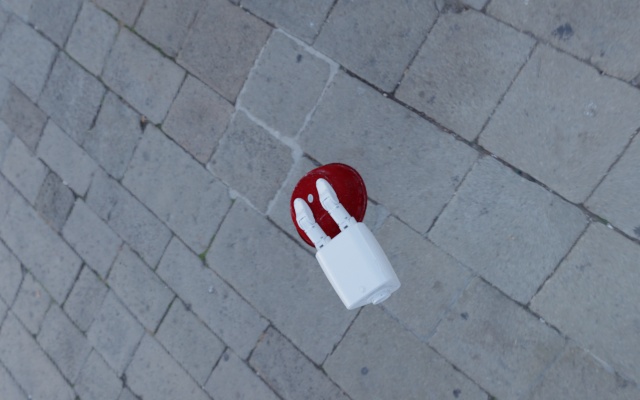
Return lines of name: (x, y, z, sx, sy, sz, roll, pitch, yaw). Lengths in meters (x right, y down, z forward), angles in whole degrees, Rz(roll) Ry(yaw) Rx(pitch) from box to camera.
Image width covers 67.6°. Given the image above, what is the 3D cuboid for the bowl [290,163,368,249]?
bowl: (-0.001, 0.002, 0.841, 0.162, 0.162, 0.055, 0, -14, 38)
